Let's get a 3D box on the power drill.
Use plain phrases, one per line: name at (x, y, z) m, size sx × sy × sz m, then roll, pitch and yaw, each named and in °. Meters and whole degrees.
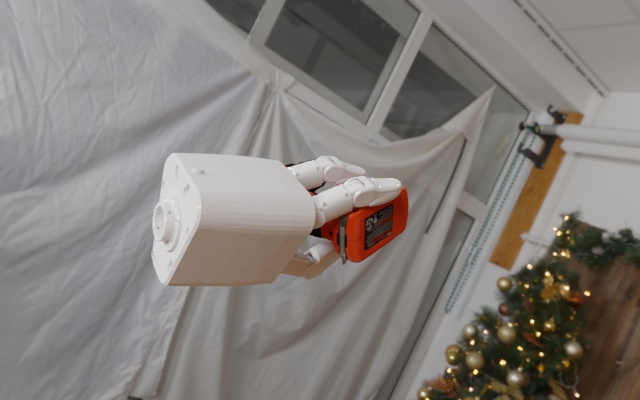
power drill at (0.000, 0.002, 0.540) m, size 0.187 × 0.057 × 0.184 m, roll 13°, pitch 27°, yaw 36°
